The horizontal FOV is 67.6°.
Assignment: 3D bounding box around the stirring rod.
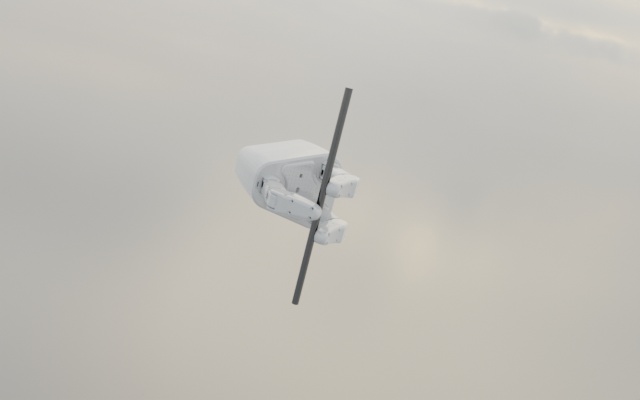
[{"bbox_3d":[0.000,0.002,0.503,0.011,0.239,0.011,13,14,-3],"label":"stirring rod"}]
